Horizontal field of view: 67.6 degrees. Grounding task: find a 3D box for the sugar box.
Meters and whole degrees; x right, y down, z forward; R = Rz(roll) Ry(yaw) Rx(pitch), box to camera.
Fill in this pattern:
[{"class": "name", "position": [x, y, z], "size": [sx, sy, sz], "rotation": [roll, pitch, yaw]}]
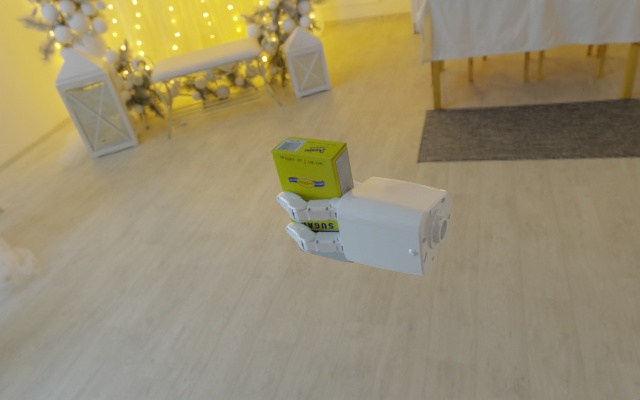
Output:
[{"class": "sugar box", "position": [0.000, 0.002, 0.642], "size": [0.093, 0.176, 0.048], "rotation": [11, 40, 30]}]
